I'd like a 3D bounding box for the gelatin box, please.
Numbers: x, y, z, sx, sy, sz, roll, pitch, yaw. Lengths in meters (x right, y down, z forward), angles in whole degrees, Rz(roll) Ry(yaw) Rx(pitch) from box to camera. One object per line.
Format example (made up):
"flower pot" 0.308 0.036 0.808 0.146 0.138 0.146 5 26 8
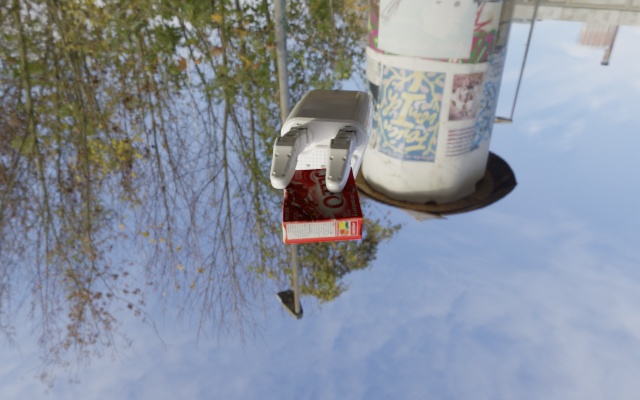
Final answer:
"gelatin box" 0.000 0.002 0.467 0.073 0.030 0.089 -3 37 -1
